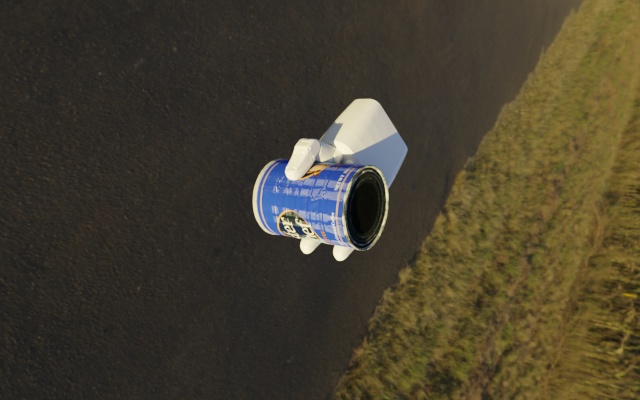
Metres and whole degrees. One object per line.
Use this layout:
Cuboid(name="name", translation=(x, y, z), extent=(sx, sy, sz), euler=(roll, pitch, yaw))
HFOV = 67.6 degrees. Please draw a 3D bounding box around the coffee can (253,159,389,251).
Cuboid(name="coffee can", translation=(0.000, 0.002, 0.604), extent=(0.140, 0.103, 0.103), euler=(7, 4, 35))
